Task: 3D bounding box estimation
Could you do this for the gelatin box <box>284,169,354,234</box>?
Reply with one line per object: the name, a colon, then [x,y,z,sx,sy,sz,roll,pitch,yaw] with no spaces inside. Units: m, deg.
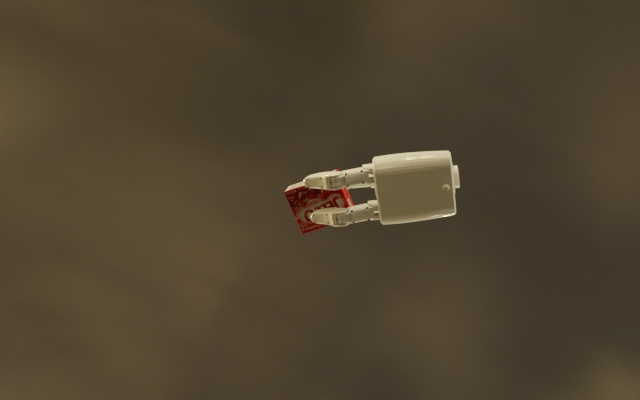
gelatin box: [0.000,0.002,0.718,0.089,0.073,0.030,-18,15,20]
